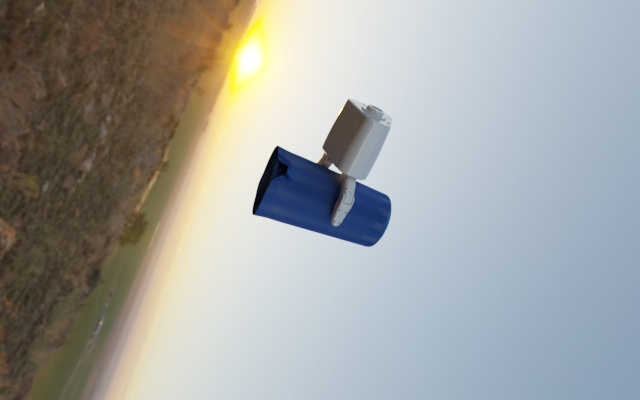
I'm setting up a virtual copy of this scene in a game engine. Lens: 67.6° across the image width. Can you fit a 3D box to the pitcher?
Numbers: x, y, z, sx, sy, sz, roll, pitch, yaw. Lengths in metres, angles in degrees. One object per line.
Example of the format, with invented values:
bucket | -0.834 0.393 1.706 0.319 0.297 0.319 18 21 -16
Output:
pitcher | 0.000 0.003 0.896 0.243 0.145 0.149 20 23 -14
